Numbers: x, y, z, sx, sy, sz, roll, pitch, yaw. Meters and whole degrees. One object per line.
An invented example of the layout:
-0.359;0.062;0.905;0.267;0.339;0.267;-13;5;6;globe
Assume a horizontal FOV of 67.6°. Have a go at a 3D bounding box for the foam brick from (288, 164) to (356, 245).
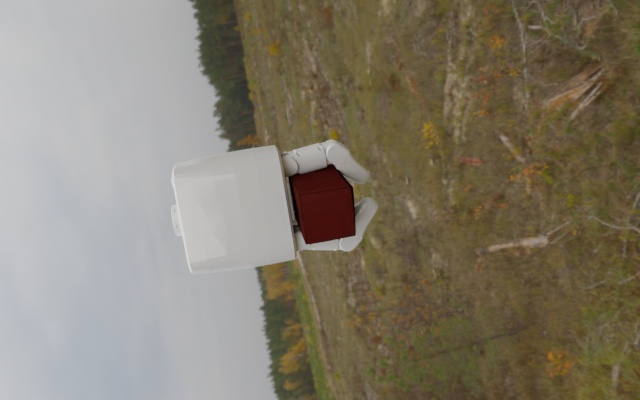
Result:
0.000;0.002;0.475;0.051;0.053;0.078;-9;22;-9;foam brick
